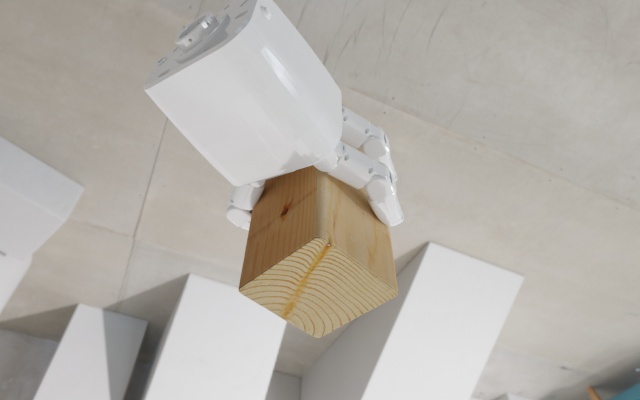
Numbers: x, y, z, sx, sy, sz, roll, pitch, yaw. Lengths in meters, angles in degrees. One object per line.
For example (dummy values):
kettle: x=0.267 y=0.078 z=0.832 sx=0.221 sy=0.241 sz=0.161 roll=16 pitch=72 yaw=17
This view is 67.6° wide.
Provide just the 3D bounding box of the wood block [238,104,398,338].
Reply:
wood block: x=0.000 y=0.001 z=0.434 sx=0.091 sy=0.206 sz=0.090 roll=-36 pitch=-58 yaw=29
